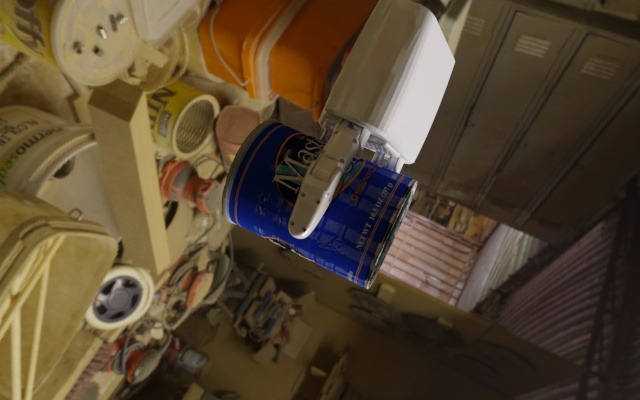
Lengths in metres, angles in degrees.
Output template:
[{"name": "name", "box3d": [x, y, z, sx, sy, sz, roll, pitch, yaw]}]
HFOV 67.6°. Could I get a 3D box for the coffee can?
[{"name": "coffee can", "box3d": [0.000, 0.001, 0.423, 0.140, 0.103, 0.103, 25, 6, 13]}]
